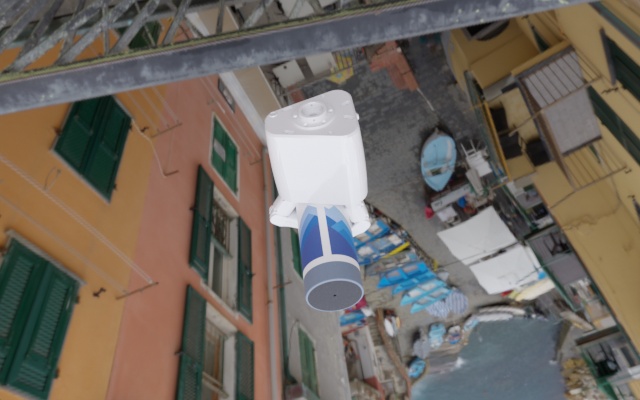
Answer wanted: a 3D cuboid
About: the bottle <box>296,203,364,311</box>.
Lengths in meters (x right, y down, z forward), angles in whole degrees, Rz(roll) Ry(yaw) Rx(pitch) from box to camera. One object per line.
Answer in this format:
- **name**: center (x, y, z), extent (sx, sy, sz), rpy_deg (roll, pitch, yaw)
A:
- **bottle**: center (0.000, 0.002, 0.637), extent (0.069, 0.295, 0.069), rpy_deg (-5, -44, -4)
